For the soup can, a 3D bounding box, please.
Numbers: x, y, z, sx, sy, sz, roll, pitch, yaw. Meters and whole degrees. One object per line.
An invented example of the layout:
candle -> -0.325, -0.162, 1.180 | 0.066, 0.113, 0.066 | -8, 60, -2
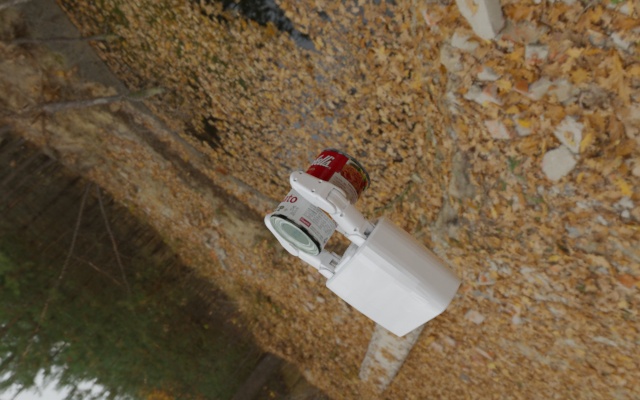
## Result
soup can -> 0.000, 0.002, 0.526 | 0.068, 0.102, 0.068 | 31, -23, 15
